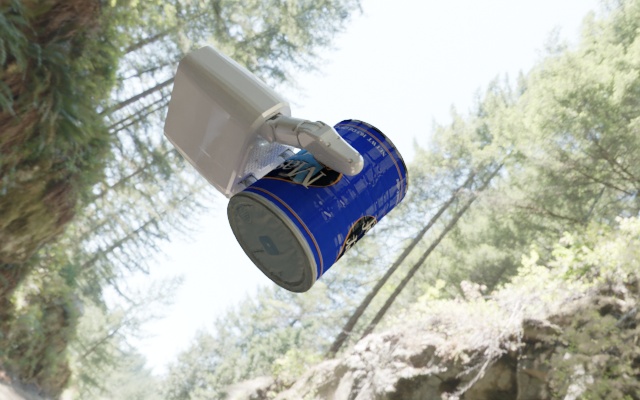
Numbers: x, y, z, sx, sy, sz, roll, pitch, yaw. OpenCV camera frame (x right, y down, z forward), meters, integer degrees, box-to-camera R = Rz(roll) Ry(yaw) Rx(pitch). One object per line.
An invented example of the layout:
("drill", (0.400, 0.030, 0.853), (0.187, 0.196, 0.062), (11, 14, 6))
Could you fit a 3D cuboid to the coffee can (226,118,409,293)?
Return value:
("coffee can", (0.000, 0.002, 0.441), (0.140, 0.103, 0.103), (-39, 24, -32))
